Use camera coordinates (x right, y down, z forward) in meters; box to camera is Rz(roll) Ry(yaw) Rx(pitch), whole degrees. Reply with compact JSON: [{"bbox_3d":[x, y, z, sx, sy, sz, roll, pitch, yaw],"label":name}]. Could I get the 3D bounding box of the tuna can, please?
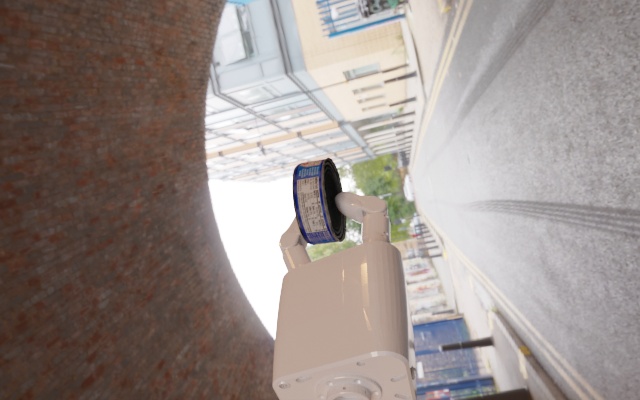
[{"bbox_3d":[0.000,0.002,0.482,0.034,0.086,0.086,-9,-2,14],"label":"tuna can"}]
